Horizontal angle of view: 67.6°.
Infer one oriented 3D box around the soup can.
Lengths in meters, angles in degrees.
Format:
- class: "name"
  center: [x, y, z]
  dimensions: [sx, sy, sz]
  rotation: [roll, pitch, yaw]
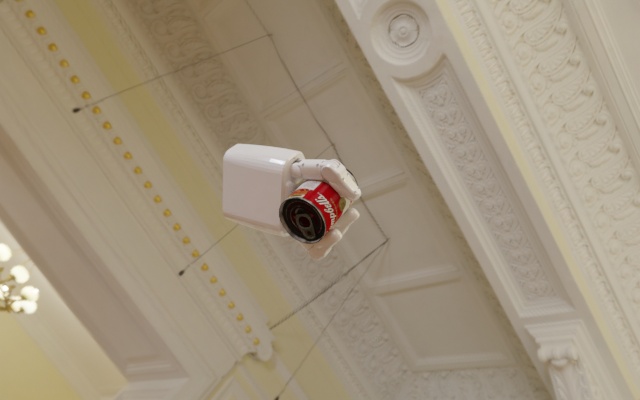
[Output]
- class: "soup can"
  center: [0.001, 0.002, 0.635]
  dimensions: [0.068, 0.068, 0.102]
  rotation: [0, 29, 33]
